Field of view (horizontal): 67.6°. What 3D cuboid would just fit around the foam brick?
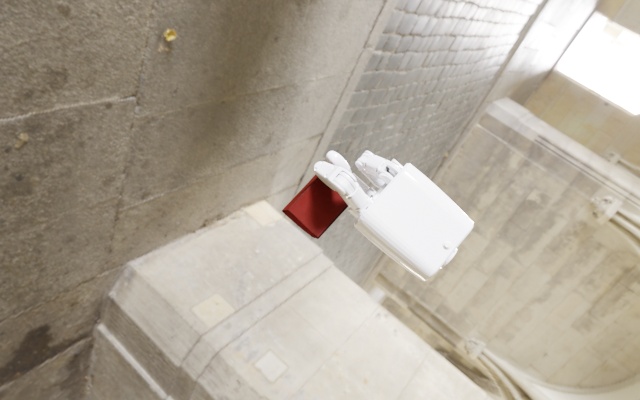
[{"bbox_3d":[0.000,0.002,0.581,0.051,0.078,0.053,44,-8,-8],"label":"foam brick"}]
